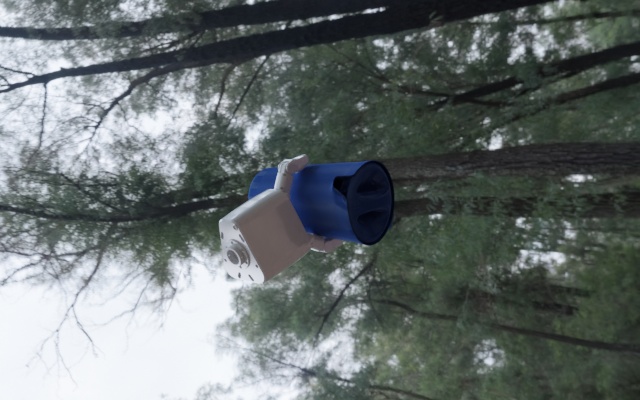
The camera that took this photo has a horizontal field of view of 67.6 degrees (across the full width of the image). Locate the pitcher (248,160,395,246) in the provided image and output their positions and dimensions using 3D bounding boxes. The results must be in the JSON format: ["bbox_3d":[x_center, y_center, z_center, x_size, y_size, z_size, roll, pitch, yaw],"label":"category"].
[{"bbox_3d":[0.000,0.003,0.823,0.243,0.149,0.145,4,27,40],"label":"pitcher"}]
